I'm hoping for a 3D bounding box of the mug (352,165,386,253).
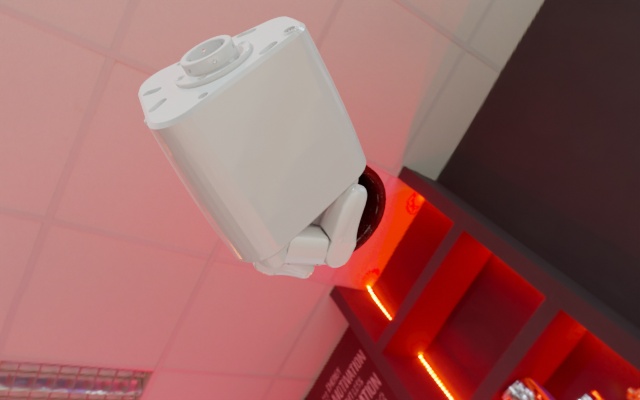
[{"bbox_3d":[0.001,0.002,0.420,0.093,0.117,0.081,-30,38,-8],"label":"mug"}]
